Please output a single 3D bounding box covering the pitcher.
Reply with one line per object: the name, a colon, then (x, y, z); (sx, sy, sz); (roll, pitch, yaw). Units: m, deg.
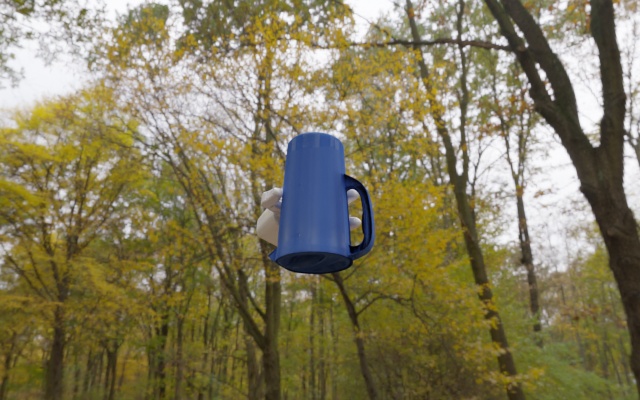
pitcher: (0.000, 0.003, 0.855); (0.149, 0.242, 0.145); (12, -26, -24)
